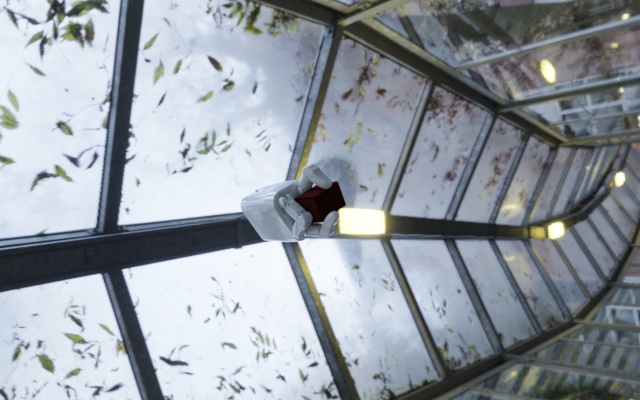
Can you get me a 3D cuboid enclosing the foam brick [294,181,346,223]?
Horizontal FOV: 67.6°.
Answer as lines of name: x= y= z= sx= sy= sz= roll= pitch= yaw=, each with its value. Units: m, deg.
foam brick: x=0.000 y=0.003 z=0.895 sx=0.051 sy=0.053 sz=0.078 roll=-5 pitch=20 yaw=42
